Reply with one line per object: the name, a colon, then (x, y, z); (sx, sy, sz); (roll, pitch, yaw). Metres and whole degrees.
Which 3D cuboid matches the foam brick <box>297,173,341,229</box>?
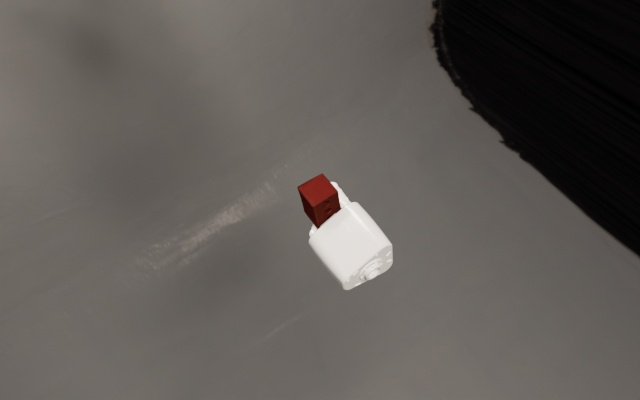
foam brick: (0.000, 0.003, 0.829); (0.053, 0.051, 0.078); (-31, -34, -12)
